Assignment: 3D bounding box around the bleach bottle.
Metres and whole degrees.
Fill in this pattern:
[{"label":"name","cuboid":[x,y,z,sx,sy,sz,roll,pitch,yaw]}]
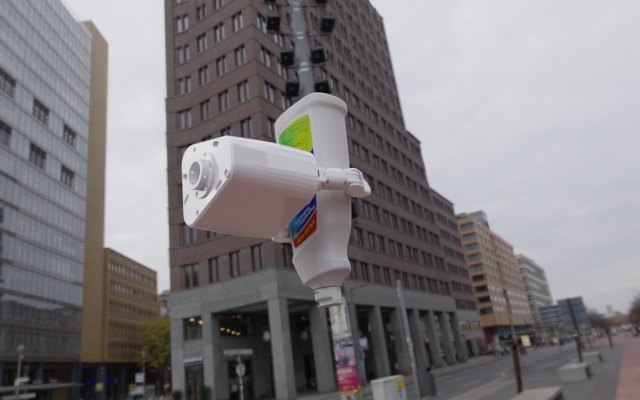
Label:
[{"label":"bleach bottle","cuboid":[0.000,0.002,0.588,0.068,0.250,0.102,9,-25,-40]}]
